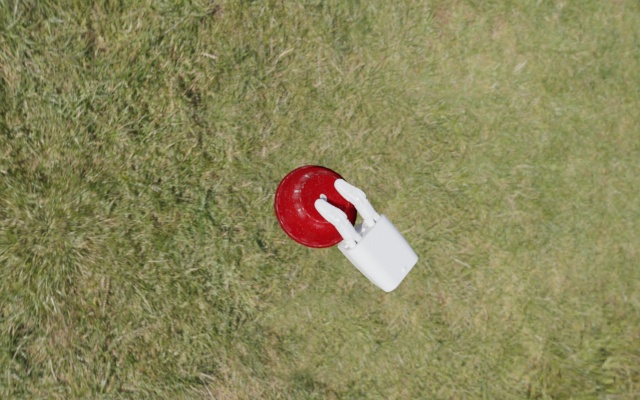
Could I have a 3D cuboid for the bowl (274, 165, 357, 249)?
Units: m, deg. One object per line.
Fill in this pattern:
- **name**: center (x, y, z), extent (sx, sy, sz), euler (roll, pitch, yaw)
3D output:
- **bowl**: center (-0.001, 0.002, 0.862), extent (0.162, 0.162, 0.055), euler (0, -16, -17)
